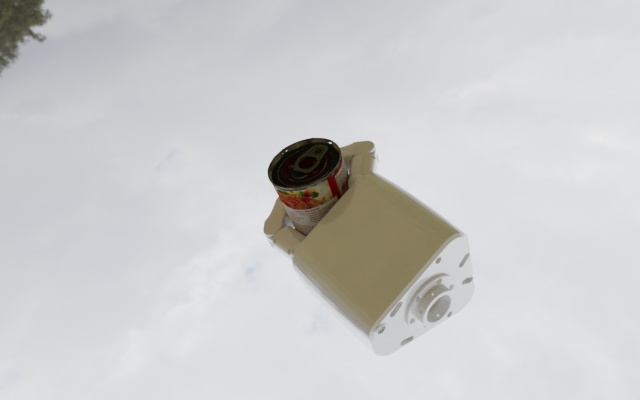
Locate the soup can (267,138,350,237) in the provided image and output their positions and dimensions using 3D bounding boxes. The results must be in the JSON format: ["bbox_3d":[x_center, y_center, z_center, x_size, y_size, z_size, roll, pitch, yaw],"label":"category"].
[{"bbox_3d":[0.000,0.002,0.450,0.068,0.068,0.102,0,-44,24],"label":"soup can"}]
